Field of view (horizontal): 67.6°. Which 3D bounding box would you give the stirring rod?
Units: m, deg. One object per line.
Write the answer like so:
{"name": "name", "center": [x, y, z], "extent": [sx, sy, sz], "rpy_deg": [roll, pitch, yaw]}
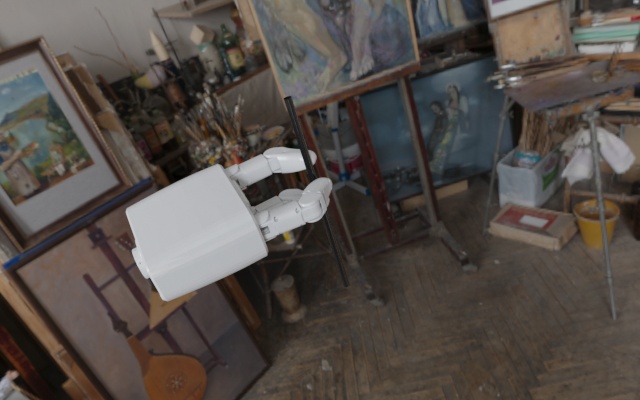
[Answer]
{"name": "stirring rod", "center": [0.000, 0.002, 0.515], "extent": [0.011, 0.240, 0.011], "rpy_deg": [-13, 30, 8]}
